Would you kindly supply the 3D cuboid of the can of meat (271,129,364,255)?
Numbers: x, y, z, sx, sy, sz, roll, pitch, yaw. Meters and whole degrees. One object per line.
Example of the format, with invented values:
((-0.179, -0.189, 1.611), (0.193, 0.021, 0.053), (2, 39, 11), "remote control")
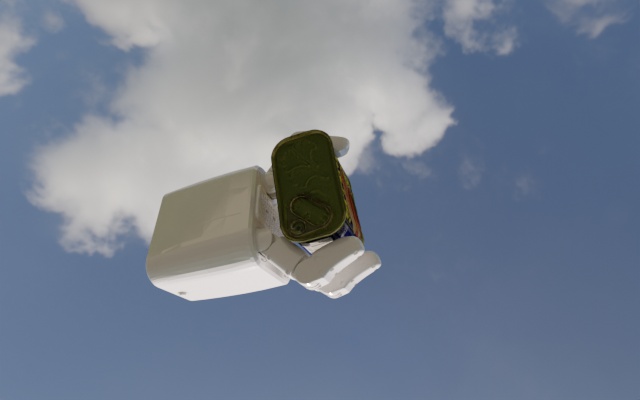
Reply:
((0.000, 0.001, 0.437), (0.057, 0.102, 0.084), (-16, -27, 11), "can of meat")
